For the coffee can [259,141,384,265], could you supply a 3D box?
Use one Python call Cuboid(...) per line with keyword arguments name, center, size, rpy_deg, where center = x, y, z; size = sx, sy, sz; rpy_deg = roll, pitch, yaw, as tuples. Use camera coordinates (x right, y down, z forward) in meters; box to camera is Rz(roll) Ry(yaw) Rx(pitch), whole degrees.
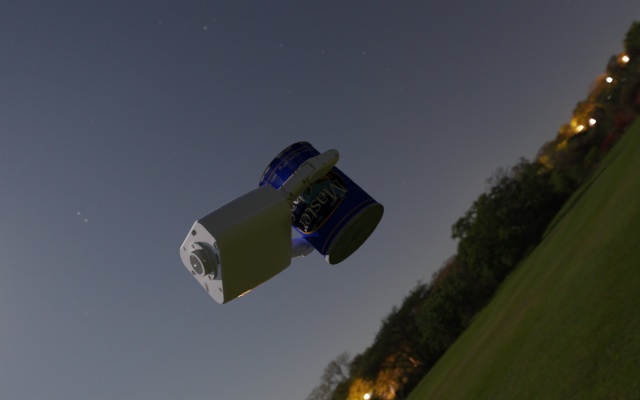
Cuboid(name="coffee can", center=(0.000, 0.002, 0.645), size=(0.140, 0.103, 0.103), rpy_deg=(42, 18, 21))
